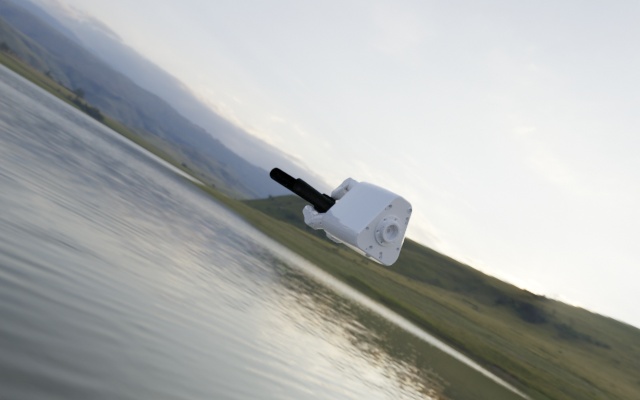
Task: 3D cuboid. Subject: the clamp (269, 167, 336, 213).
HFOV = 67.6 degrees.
[{"bbox_3d":[0.001,0.003,0.898,0.210,0.036,0.164,34,-1,-29],"label":"clamp"}]
